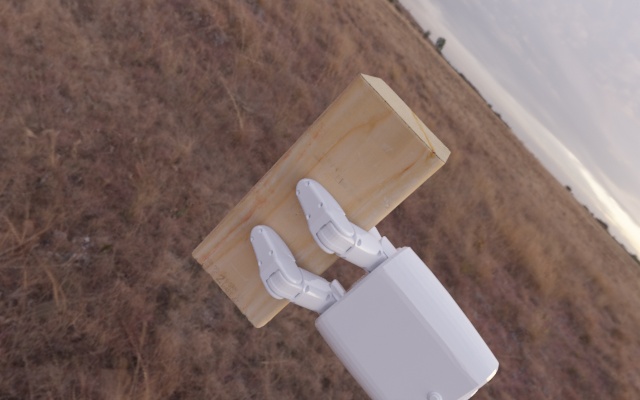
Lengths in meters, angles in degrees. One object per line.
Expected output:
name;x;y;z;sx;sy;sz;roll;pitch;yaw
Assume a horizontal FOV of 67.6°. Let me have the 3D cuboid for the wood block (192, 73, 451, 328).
wood block;0.001;0.001;0.408;0.206;0.090;0.091;-44;-4;20
